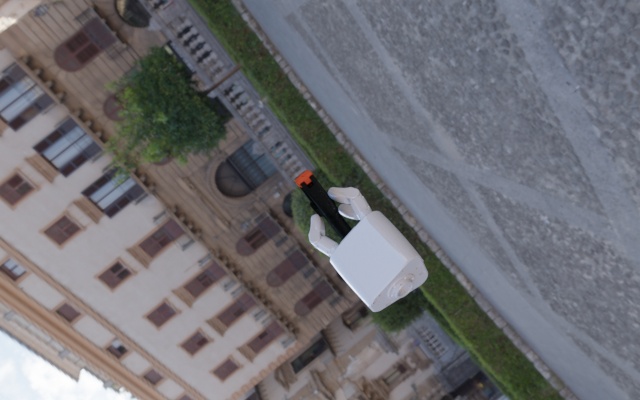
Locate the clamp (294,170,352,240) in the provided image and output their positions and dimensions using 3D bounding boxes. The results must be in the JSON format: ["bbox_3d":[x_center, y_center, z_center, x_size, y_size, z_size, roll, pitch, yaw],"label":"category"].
[{"bbox_3d":[-0.001,0.003,0.824,0.164,0.036,0.210,47,-4,38],"label":"clamp"}]
